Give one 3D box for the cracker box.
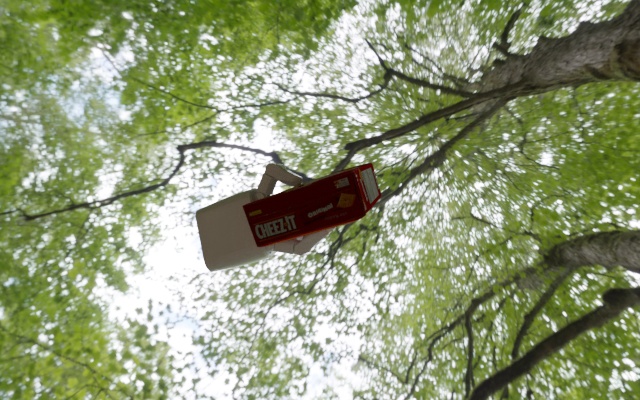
[{"bbox_3d":[0.000,0.002,0.738,0.164,0.072,0.213,-18,3,14],"label":"cracker box"}]
